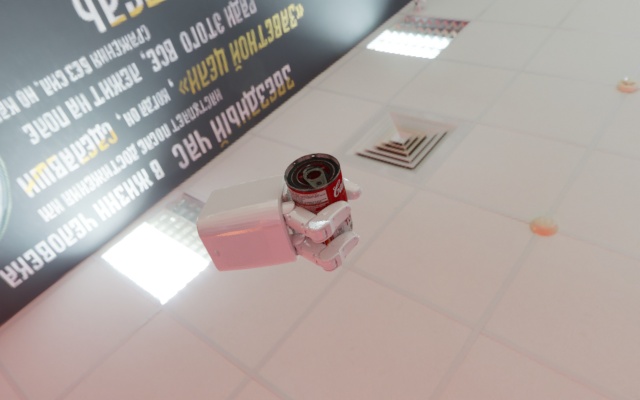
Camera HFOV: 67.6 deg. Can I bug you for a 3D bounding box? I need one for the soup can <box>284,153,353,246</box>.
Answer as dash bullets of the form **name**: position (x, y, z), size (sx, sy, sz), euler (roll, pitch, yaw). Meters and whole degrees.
- **soup can**: position (0.001, 0.002, 0.593), size (0.068, 0.102, 0.068), euler (-9, 41, 8)
